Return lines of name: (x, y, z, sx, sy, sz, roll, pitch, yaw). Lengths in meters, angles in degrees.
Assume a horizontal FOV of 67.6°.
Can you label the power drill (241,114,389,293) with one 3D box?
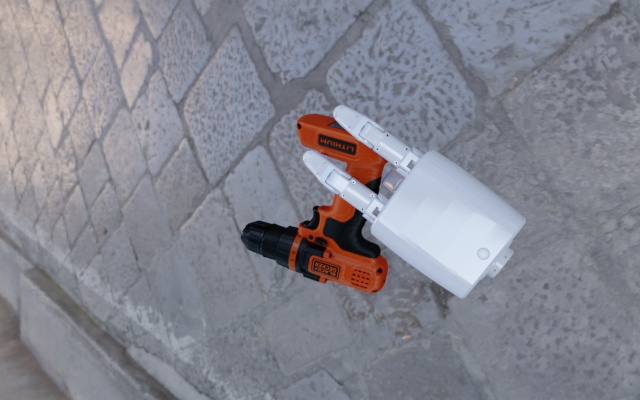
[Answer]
power drill: (0.000, 0.001, 0.541, 0.184, 0.188, 0.057, 16, 25, 14)
